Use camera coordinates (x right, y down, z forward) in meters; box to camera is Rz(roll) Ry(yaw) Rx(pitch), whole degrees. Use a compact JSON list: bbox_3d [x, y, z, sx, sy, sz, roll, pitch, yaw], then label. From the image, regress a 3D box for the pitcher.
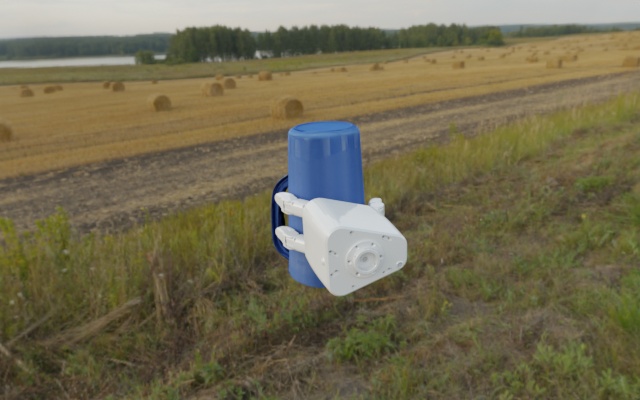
[{"bbox_3d":[0.000,0.003,0.754,0.149,0.243,0.145,-7,19,-12],"label":"pitcher"}]
